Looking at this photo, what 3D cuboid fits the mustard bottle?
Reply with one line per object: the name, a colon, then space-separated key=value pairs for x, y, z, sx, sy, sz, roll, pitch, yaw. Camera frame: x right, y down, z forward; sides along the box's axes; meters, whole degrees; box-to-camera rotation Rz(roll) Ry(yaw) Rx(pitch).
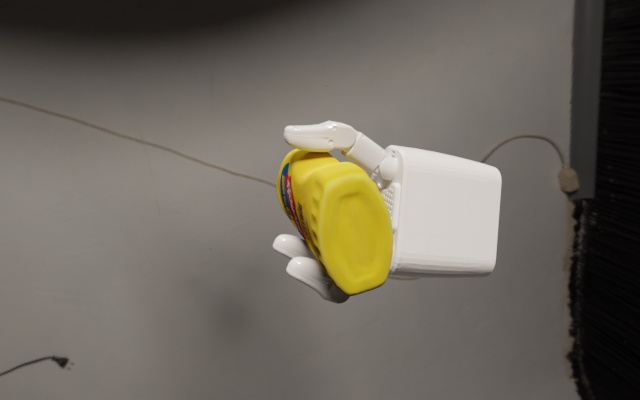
mustard bottle: x=0.000 y=0.001 z=0.425 sx=0.058 sy=0.096 sz=0.191 roll=-18 pitch=20 yaw=-11
